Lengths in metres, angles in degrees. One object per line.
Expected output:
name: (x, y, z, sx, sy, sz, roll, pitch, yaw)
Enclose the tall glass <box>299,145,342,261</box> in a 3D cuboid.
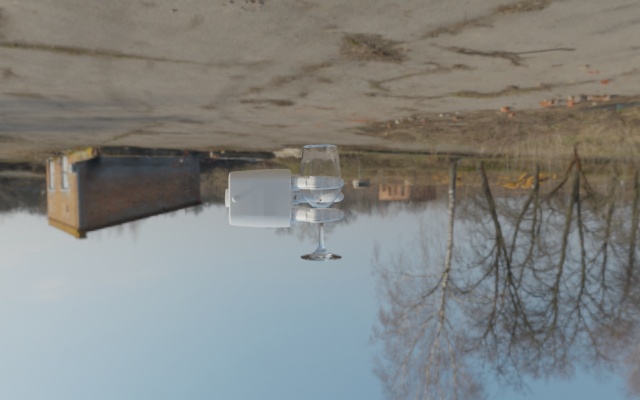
tall glass: (0.000, 0.003, 0.850, 0.079, 0.201, 0.079, 0, 3, 0)
